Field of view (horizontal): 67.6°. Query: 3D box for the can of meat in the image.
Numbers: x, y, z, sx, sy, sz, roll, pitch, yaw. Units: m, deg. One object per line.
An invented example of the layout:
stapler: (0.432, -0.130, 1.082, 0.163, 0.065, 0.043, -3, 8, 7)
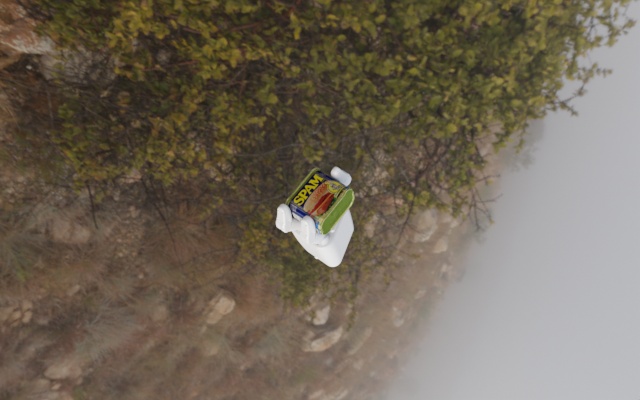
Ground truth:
can of meat: (0.000, 0.003, 0.869, 0.084, 0.102, 0.057, 31, -19, 27)
